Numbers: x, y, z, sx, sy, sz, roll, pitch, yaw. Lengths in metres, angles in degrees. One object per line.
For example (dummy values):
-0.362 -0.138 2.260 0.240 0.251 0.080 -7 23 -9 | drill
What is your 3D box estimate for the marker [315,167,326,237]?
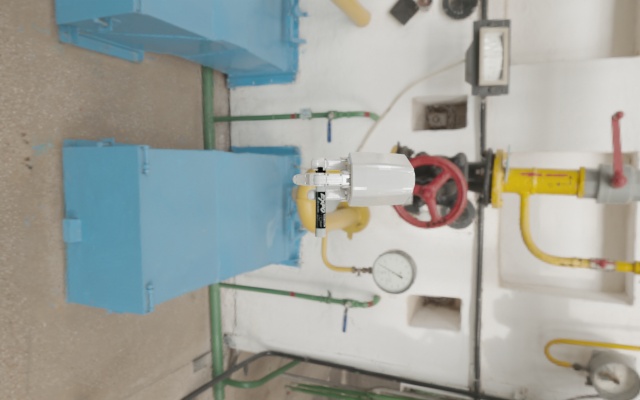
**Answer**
0.000 0.003 0.823 0.020 0.121 0.020 0 4 0 | marker
